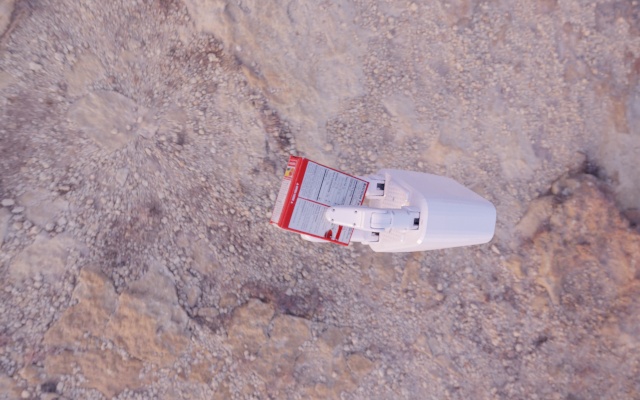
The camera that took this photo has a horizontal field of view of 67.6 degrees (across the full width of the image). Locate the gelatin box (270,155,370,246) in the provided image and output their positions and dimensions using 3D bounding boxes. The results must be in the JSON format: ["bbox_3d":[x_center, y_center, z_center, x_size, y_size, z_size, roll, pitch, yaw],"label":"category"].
[{"bbox_3d":[0.000,0.002,0.494,0.089,0.073,0.030,18,-1,-32],"label":"gelatin box"}]
